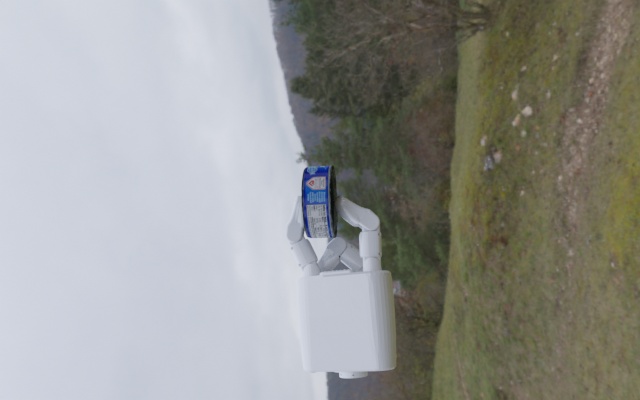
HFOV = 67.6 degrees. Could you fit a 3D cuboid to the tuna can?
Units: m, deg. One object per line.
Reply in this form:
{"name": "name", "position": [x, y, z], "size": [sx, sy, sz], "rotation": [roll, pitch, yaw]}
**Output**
{"name": "tuna can", "position": [0.000, 0.002, 0.562], "size": [0.034, 0.086, 0.086], "rotation": [-2, 0, 7]}
